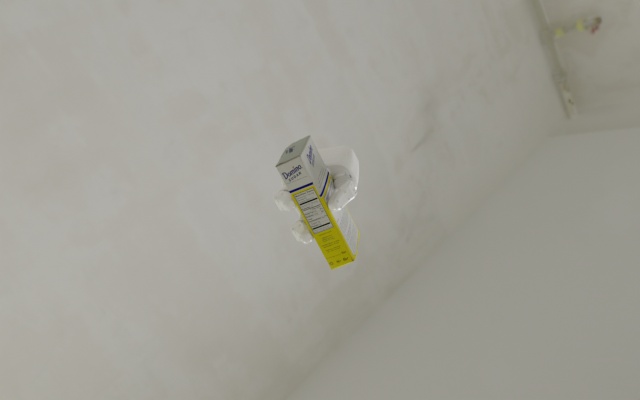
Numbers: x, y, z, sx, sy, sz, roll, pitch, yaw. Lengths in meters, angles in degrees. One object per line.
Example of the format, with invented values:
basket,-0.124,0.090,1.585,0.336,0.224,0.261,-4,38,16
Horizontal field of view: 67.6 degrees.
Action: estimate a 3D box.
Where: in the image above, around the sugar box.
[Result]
sugar box,0.000,0.003,0.692,0.048,0.176,0.093,-24,19,18
